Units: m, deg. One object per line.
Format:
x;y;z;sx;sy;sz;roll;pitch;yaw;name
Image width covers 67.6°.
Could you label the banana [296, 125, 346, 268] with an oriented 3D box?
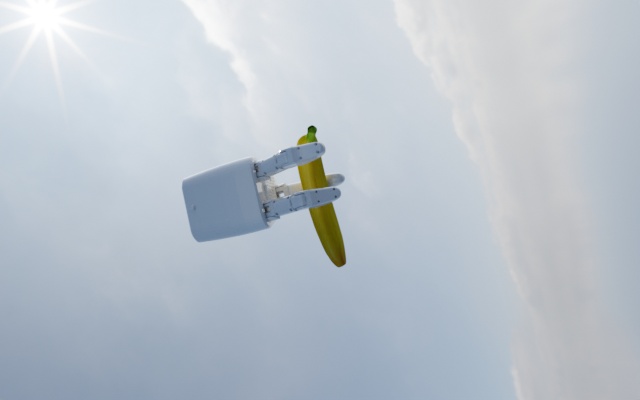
-0.003;-0.006;0.654;0.037;0.198;0.069;-15;15;-2;banana
